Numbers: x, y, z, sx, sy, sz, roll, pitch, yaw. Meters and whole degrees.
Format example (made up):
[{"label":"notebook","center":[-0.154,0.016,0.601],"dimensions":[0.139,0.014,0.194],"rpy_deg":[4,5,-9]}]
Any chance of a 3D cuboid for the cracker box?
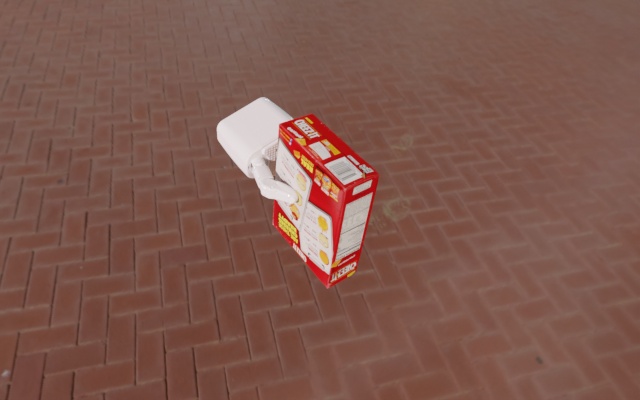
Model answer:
[{"label":"cracker box","center":[0.000,0.002,0.731],"dimensions":[0.072,0.214,0.164],"rpy_deg":[-23,51,-28]}]
